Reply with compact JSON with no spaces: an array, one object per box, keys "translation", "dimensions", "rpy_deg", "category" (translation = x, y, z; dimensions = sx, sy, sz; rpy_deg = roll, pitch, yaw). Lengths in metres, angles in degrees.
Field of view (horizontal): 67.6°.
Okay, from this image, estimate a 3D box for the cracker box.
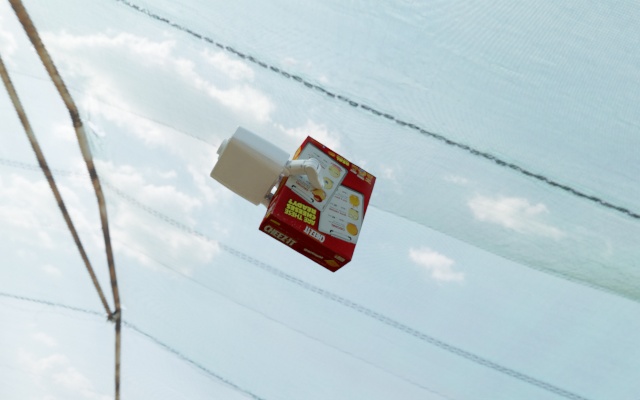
[{"translation":[0.000,0.003,0.889],"dimensions":[0.164,0.213,0.072],"rpy_deg":[31,-41,-11],"category":"cracker box"}]
